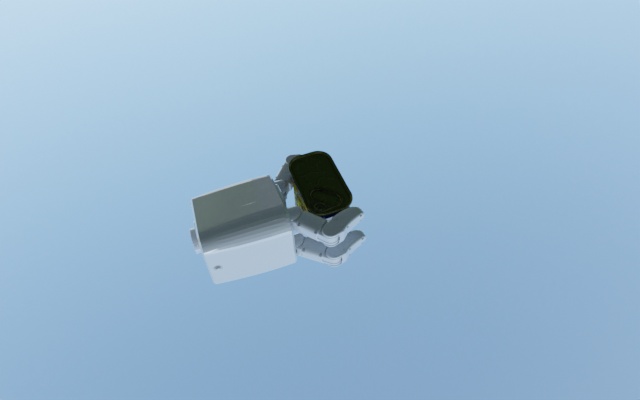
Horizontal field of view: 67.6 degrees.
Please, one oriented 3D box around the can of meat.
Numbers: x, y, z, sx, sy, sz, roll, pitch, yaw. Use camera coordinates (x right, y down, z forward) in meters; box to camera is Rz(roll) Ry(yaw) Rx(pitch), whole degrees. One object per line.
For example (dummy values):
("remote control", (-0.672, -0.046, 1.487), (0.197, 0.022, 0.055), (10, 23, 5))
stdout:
("can of meat", (0.000, 0.002, 0.615), (0.057, 0.102, 0.084), (-18, -38, -12))
